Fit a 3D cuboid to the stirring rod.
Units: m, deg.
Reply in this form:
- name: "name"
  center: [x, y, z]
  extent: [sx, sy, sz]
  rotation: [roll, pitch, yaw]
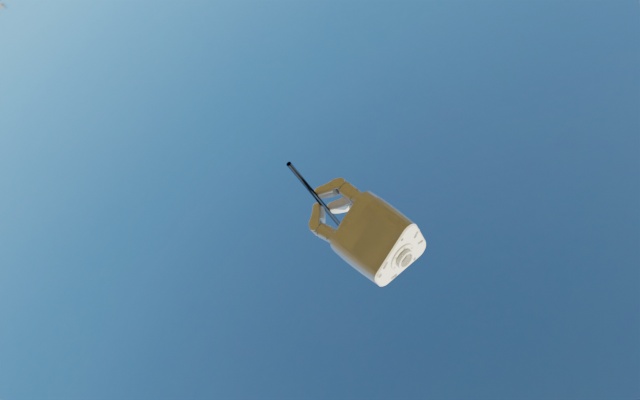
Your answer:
- name: "stirring rod"
  center: [0.000, 0.003, 0.830]
  extent: [0.011, 0.011, 0.240]
  rotation: [0, -30, 28]
